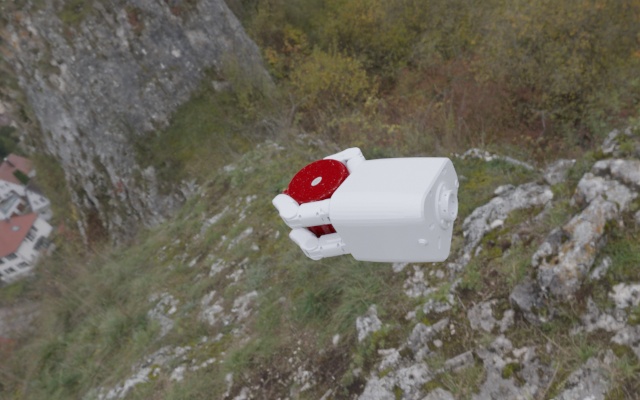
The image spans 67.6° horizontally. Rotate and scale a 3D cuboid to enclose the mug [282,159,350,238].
[{"bbox_3d":[-0.001,0.002,0.614,0.117,0.093,0.081,-2,-44,33],"label":"mug"}]
